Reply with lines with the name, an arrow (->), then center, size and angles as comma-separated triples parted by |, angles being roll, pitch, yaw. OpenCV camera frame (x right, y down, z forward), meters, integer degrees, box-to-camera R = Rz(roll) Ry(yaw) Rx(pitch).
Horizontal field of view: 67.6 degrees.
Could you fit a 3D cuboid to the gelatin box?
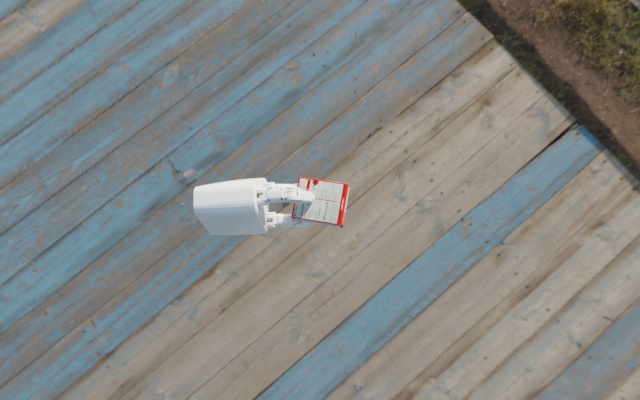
gelatin box -> 0.000, 0.003, 0.818 | 0.089, 0.073, 0.030 | 8, -10, 10
